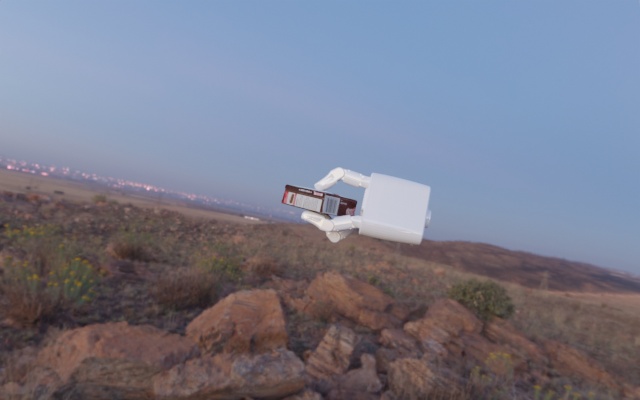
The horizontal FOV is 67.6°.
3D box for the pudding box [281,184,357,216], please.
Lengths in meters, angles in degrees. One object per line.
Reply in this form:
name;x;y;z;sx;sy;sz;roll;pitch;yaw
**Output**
pudding box;0.000;0.003;0.853;0.090;0.039;0.113;12;-2;34
